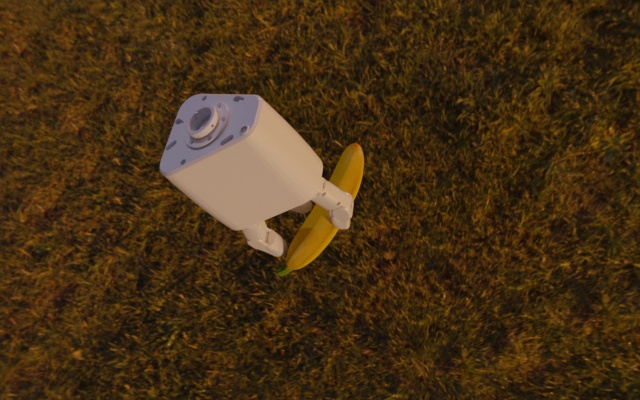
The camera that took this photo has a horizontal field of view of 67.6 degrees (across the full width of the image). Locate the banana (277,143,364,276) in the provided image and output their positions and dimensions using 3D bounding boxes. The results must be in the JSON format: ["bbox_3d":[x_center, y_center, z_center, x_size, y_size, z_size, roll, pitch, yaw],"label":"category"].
[{"bbox_3d":[0.008,0.006,0.578,0.037,0.197,0.069,40,-16,-27],"label":"banana"}]
